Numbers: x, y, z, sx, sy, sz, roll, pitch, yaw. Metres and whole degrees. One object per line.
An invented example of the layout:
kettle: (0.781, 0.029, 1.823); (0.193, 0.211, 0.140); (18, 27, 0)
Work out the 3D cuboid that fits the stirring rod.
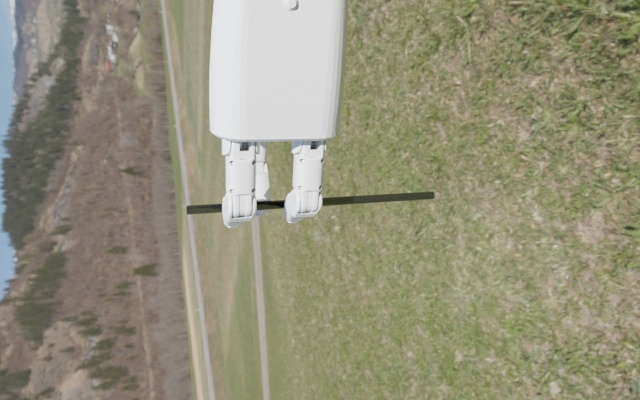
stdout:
stirring rod: (0.000, 0.001, 0.444); (0.239, 0.011, 0.011); (-3, 1, -19)
